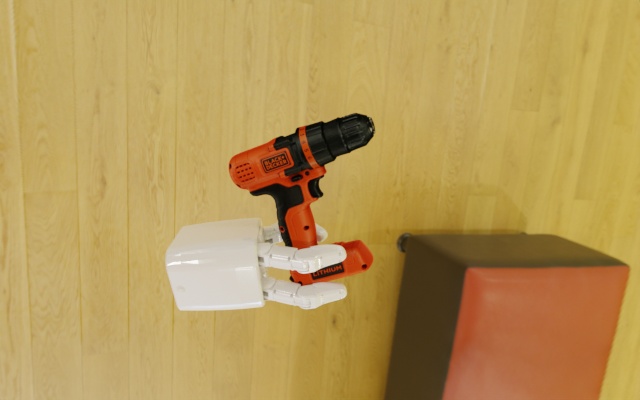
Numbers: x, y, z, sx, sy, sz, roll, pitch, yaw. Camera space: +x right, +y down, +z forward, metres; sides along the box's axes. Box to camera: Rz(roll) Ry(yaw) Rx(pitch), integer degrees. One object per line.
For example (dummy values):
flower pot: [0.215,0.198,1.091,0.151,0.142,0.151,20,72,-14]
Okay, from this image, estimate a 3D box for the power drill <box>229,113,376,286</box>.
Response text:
power drill: [0.000,0.002,0.582,0.184,0.188,0.057,-17,11,17]
